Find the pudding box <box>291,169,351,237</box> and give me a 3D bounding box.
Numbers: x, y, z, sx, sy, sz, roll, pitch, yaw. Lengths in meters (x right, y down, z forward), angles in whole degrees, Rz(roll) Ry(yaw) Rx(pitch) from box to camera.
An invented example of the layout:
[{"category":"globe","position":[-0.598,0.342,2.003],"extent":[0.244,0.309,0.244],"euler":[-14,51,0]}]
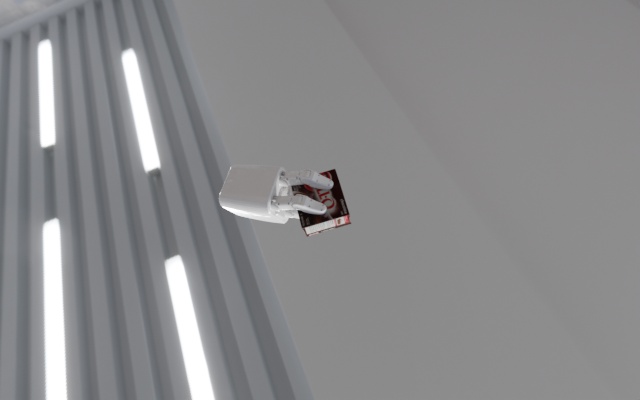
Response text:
[{"category":"pudding box","position":[0.000,0.003,0.886],"extent":[0.090,0.113,0.039],"euler":[-17,-33,1]}]
